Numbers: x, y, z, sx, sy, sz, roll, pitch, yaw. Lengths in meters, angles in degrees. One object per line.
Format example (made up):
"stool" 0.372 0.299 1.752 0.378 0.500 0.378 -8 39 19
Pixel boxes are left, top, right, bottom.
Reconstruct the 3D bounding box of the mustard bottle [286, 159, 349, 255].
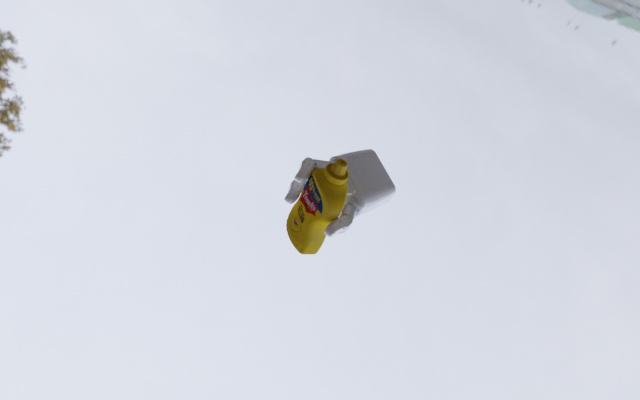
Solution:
"mustard bottle" 0.000 0.003 0.831 0.058 0.096 0.192 4 -44 -28
